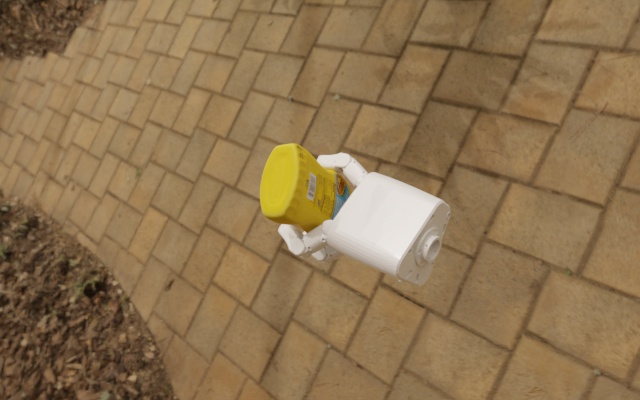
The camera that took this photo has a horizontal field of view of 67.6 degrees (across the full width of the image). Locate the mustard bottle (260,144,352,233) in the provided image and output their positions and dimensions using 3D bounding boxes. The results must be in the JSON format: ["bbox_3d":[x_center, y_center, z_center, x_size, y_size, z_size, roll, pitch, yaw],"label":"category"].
[{"bbox_3d":[0.000,0.002,0.643,0.058,0.096,0.192,-4,-20,33],"label":"mustard bottle"}]
